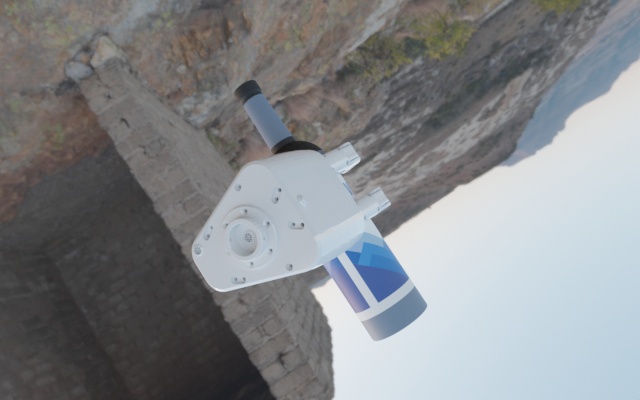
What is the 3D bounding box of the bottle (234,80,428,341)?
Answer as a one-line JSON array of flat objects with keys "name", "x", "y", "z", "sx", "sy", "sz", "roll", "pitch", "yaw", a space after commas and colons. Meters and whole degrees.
[{"name": "bottle", "x": 0.000, "y": 0.002, "z": 0.497, "sx": 0.069, "sy": 0.295, "sz": 0.069, "roll": -33, "pitch": -5, "yaw": -3}]
